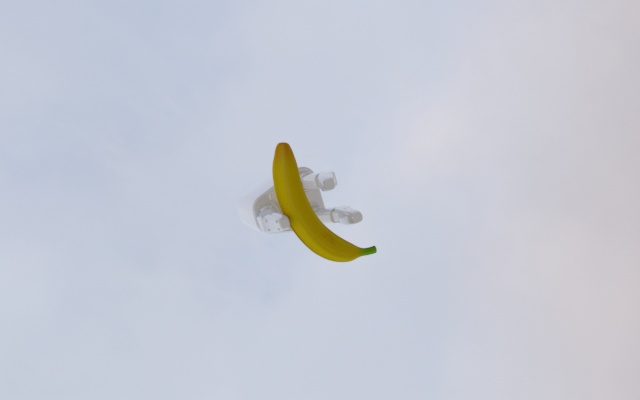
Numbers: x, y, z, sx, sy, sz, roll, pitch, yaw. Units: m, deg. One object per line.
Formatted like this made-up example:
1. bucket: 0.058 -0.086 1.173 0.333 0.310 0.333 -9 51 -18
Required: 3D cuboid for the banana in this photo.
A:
1. banana: -0.011 0.017 0.622 0.069 0.198 0.037 -44 18 -10
